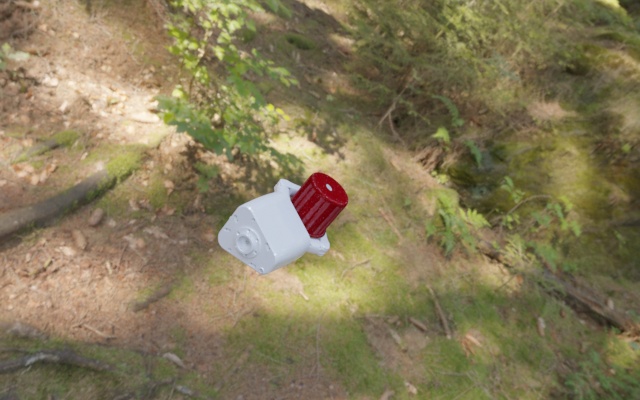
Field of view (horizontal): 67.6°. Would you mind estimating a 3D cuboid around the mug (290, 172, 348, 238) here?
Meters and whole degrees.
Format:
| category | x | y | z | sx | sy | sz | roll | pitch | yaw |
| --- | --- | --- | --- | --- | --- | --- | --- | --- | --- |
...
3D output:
| category | x | y | z | sx | sy | sz | roll | pitch | yaw |
| --- | --- | --- | --- | --- | --- | --- | --- | --- | --- |
| mug | 0.001 | 0.002 | 0.848 | 0.081 | 0.093 | 0.117 | -50 | -12 | 27 |
